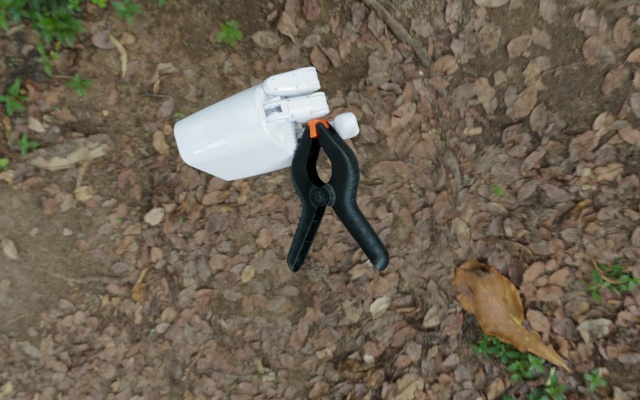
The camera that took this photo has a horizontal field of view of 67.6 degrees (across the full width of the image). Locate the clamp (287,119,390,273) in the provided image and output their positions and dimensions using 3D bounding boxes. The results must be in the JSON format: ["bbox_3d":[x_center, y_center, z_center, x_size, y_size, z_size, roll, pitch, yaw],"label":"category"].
[{"bbox_3d":[0.000,0.002,0.519,0.120,0.171,0.039,-15,-3,23],"label":"clamp"}]
